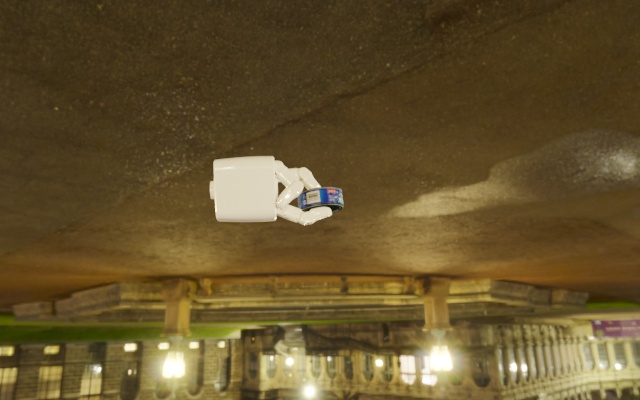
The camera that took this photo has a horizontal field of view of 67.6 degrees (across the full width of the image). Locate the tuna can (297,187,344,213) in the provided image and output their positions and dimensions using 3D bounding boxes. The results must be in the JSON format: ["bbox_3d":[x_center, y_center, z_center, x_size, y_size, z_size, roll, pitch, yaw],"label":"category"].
[{"bbox_3d":[0.000,0.003,0.898,0.086,0.033,0.086,-7,-15,-2],"label":"tuna can"}]
